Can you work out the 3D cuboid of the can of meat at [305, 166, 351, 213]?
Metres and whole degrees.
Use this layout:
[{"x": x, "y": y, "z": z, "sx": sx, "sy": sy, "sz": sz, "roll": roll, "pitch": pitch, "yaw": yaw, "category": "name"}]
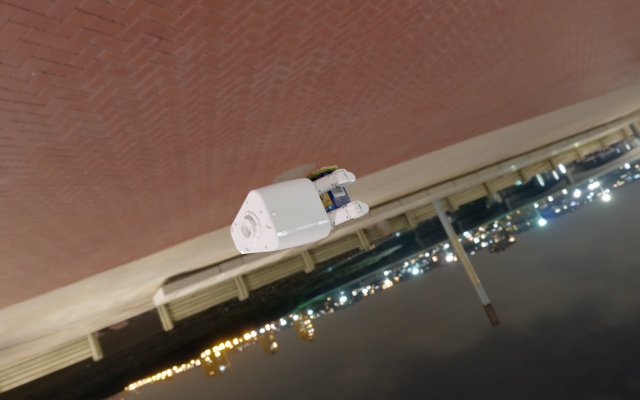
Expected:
[{"x": 0.000, "y": 0.003, "z": 0.798, "sx": 0.057, "sy": 0.084, "sz": 0.102, "roll": -11, "pitch": -17, "yaw": -48, "category": "can of meat"}]
